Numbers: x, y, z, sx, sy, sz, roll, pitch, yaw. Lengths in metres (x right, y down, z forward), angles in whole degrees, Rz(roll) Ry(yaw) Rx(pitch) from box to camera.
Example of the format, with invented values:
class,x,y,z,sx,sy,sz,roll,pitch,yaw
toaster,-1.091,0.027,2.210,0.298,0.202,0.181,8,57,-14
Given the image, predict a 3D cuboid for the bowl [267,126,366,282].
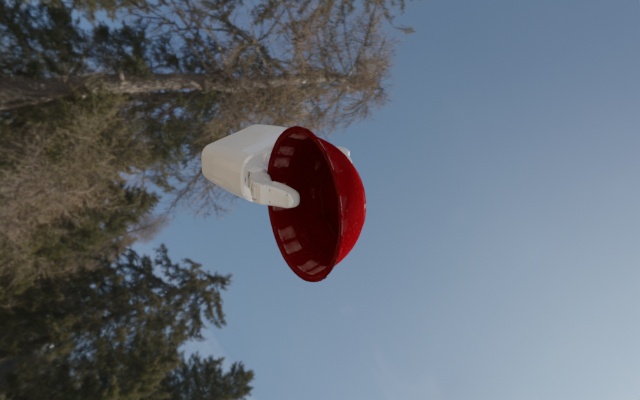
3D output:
class,x,y,z,sx,sy,sz,roll,pitch,yaw
bowl,0.001,0.002,0.504,0.055,0.162,0.162,-8,4,-29
